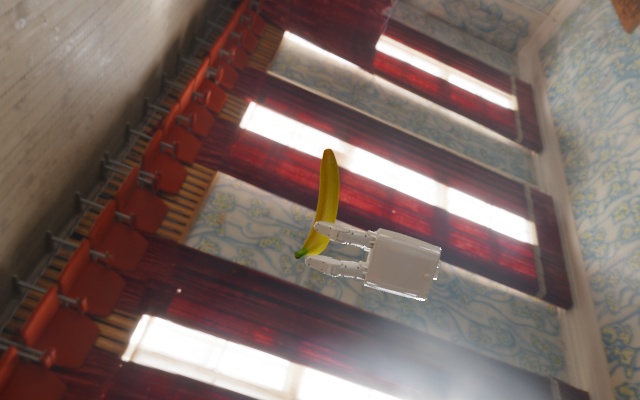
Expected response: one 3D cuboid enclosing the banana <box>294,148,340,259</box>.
[{"bbox_3d":[0.006,0.011,0.819,0.037,0.197,0.070,8,-15,23],"label":"banana"}]
